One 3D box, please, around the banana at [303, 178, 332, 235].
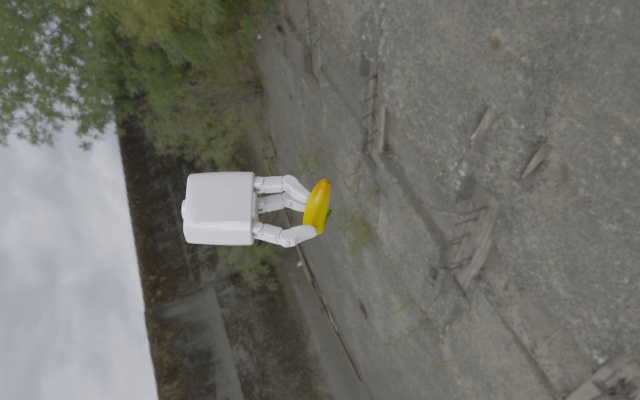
[{"bbox_3d":[-0.006,0.021,0.788,0.037,0.069,0.198,18,-13,4],"label":"banana"}]
